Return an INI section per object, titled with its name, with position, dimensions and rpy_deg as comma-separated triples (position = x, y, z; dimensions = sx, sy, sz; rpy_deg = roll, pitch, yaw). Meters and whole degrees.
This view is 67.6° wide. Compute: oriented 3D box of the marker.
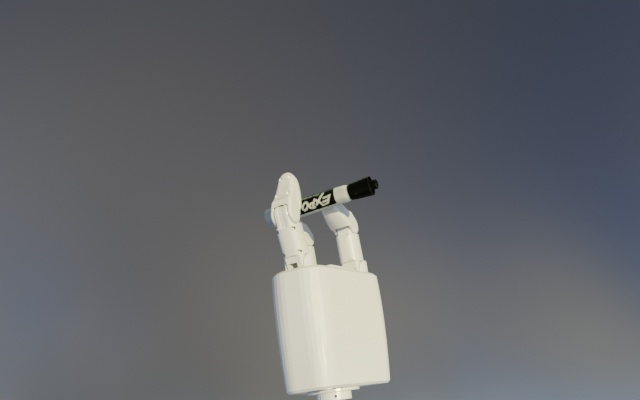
[marker]
position = 0.000, 0.001, 0.471
dimensions = 0.121, 0.020, 0.020
rpy_deg = -18, -7, 22
